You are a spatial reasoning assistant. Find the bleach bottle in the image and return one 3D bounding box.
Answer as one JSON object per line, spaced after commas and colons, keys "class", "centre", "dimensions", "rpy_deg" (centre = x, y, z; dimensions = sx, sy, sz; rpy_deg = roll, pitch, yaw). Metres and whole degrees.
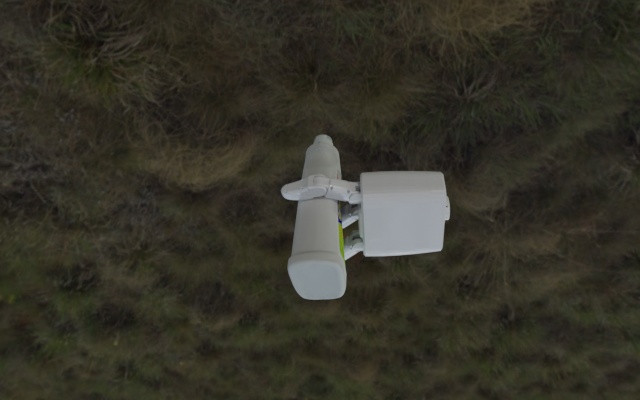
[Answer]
{"class": "bleach bottle", "centre": [0.000, 0.002, 0.656], "dimensions": [0.068, 0.250, 0.103], "rpy_deg": [-3, -38, 6]}
